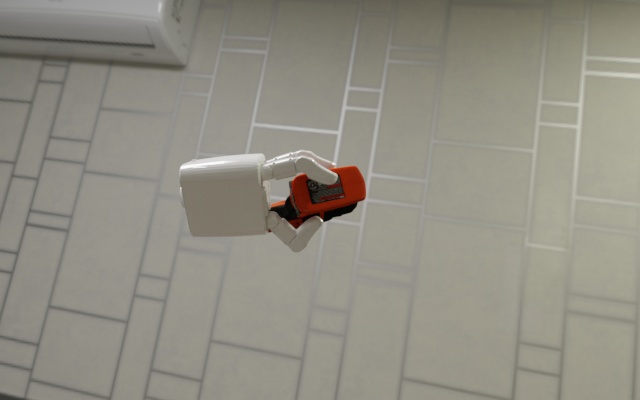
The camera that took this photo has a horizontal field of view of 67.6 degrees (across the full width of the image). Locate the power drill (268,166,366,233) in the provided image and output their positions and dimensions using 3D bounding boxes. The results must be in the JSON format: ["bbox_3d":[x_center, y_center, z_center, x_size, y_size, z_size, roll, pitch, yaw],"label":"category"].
[{"bbox_3d":[0.000,0.002,0.738,0.184,0.057,0.188,-14,-10,-21],"label":"power drill"}]
